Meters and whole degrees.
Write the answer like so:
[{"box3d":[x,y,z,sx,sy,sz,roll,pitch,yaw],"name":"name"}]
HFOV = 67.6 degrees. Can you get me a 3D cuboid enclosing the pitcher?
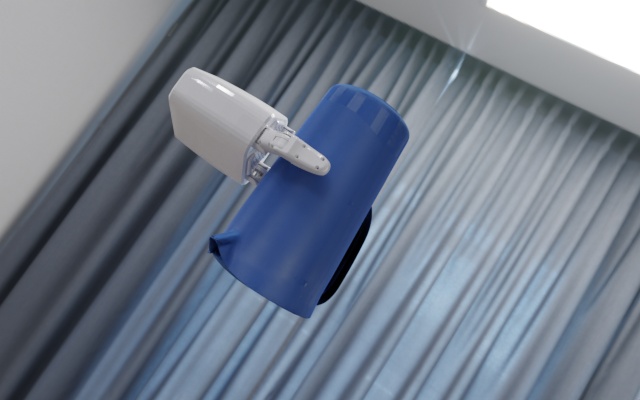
[{"box3d":[0.000,0.002,0.540,0.145,0.243,0.149,33,-6,4],"name":"pitcher"}]
